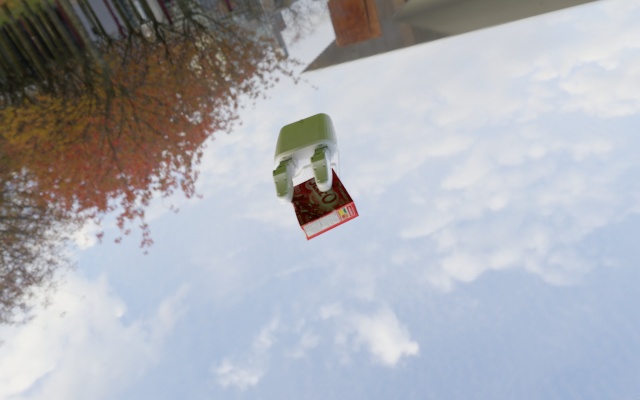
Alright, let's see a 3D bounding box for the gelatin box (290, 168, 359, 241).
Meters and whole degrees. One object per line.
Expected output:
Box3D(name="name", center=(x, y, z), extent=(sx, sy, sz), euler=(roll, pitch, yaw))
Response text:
Box3D(name="gelatin box", center=(0.000, 0.003, 0.619), extent=(0.073, 0.030, 0.089), euler=(-25, 37, -1))
